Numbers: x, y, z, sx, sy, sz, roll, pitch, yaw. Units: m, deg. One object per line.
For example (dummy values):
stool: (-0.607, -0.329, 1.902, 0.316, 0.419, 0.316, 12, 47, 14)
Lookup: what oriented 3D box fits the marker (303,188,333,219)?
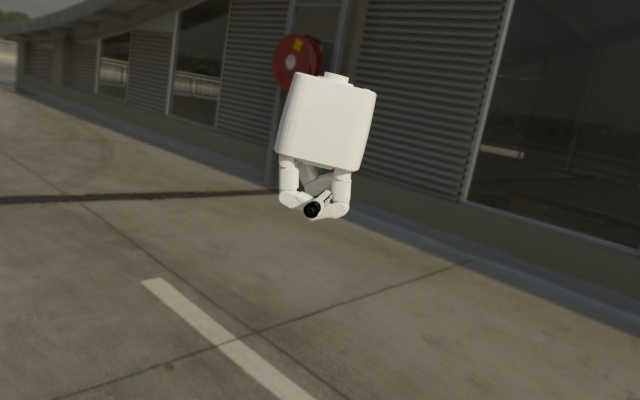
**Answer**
marker: (0.000, 0.002, 0.607, 0.020, 0.020, 0.121, 0, 10, 12)
